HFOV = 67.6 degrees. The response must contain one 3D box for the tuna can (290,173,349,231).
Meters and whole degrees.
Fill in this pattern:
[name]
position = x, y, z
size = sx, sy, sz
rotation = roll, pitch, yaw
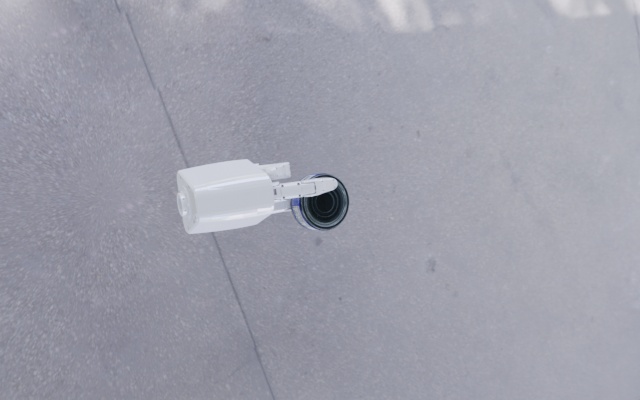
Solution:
[tuna can]
position = 0.000, 0.002, 0.712
size = 0.086, 0.086, 0.034
rotation = 0, -1, -30
